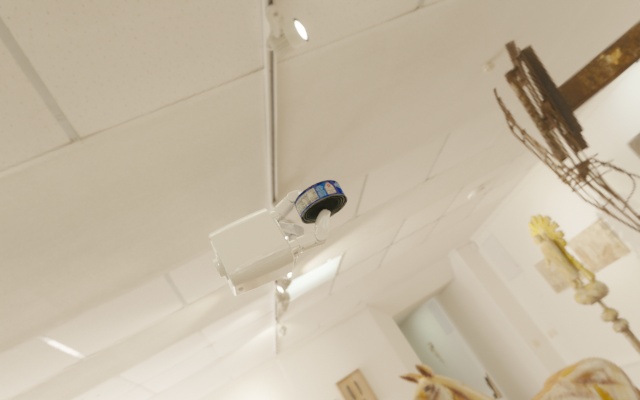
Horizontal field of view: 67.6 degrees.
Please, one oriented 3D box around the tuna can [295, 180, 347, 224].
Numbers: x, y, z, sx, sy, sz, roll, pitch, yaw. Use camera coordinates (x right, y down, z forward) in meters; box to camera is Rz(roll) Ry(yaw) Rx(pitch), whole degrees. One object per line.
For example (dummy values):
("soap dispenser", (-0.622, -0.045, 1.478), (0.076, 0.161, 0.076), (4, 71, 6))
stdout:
("tuna can", (0.000, 0.002, 0.808), (0.086, 0.033, 0.086), (-23, -23, -11))
